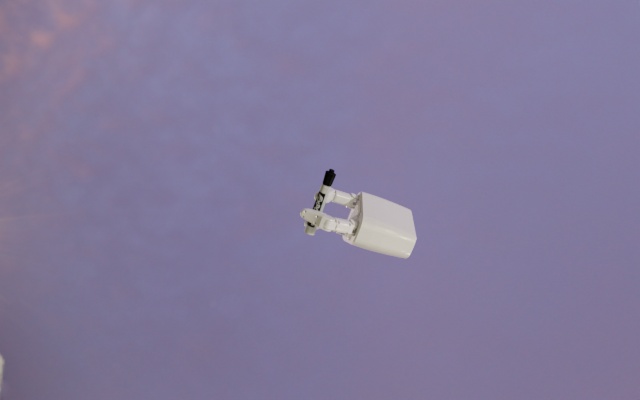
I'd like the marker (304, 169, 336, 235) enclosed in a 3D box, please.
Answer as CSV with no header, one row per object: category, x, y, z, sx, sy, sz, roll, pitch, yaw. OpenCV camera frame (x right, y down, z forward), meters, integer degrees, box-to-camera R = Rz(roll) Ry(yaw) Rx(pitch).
marker,0.000,0.003,0.820,0.020,0.121,0.020,18,17,-6
